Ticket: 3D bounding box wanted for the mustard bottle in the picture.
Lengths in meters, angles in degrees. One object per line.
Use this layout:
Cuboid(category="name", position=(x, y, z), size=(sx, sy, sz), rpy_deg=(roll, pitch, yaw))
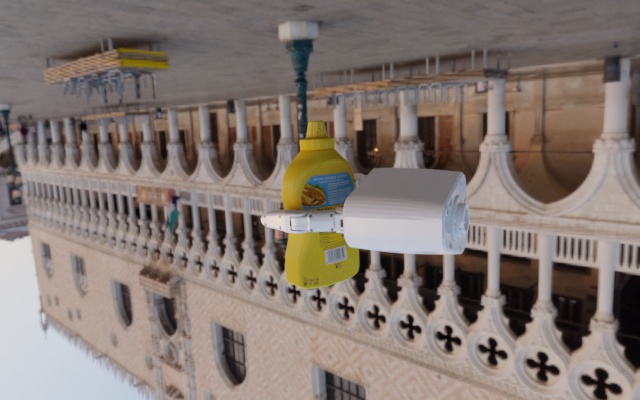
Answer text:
Cuboid(category="mustard bottle", position=(0.000, 0.002, 0.569), size=(0.096, 0.191, 0.058), rpy_deg=(-9, 11, -37))
